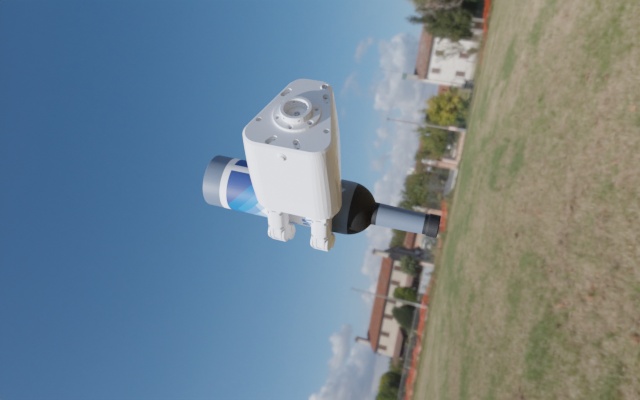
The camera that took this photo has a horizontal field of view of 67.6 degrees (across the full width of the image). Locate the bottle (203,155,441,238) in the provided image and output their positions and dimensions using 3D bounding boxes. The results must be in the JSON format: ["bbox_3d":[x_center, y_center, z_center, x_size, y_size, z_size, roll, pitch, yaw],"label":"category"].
[{"bbox_3d":[0.000,0.002,0.600,0.295,0.069,0.069,12,3,13],"label":"bottle"}]
